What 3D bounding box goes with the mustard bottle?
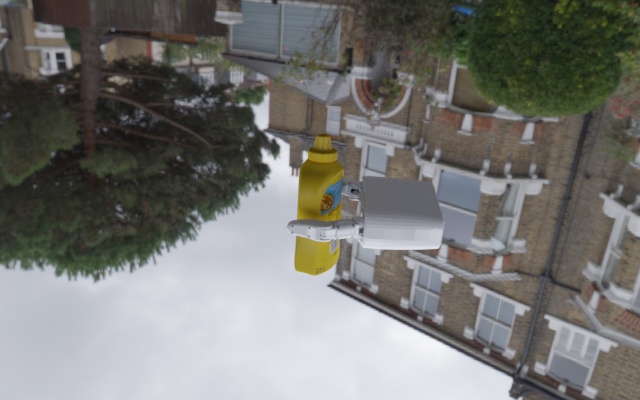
[{"bbox_3d":[0.000,0.002,0.672,0.058,0.192,0.096,12,22,22],"label":"mustard bottle"}]
